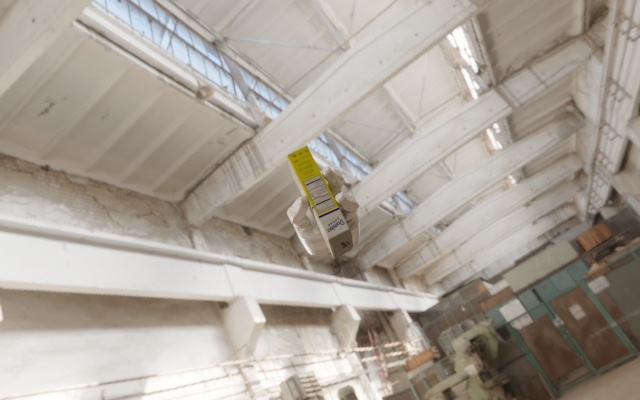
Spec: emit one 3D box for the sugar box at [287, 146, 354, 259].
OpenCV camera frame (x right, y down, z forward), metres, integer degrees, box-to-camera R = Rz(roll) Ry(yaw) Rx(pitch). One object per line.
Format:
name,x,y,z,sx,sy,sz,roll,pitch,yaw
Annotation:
sugar box,0.001,0.002,0.813,0.048,0.176,0.093,-27,-25,-5
